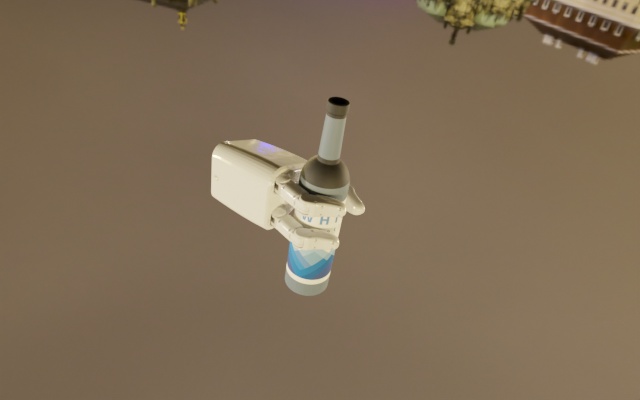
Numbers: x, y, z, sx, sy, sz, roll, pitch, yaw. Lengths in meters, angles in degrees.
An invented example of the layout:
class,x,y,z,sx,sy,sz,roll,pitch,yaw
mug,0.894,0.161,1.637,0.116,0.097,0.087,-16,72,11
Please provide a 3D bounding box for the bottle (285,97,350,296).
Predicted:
class,x,y,z,sx,sy,sz,roll,pitch,yaw
bottle,0.000,0.002,0.647,0.069,0.296,0.069,7,35,-5
